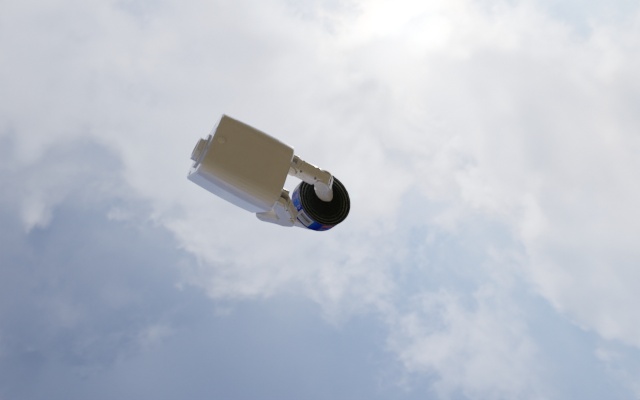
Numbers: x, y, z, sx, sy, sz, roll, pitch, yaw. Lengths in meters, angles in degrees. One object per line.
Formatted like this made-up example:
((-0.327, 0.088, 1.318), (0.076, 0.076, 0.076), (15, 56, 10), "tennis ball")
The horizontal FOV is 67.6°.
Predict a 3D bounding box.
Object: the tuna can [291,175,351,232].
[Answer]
((0.000, 0.003, 0.714), (0.086, 0.086, 0.034), (0, -22, -30), "tuna can")
